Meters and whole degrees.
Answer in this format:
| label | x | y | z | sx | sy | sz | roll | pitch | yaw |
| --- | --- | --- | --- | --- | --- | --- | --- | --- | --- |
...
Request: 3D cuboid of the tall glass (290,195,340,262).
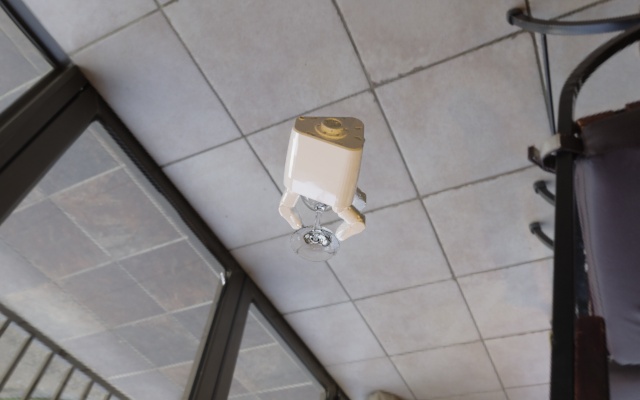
| label | x | y | z | sx | sy | sz | roll | pitch | yaw |
| --- | --- | --- | --- | --- | --- | --- | --- | --- | --- |
| tall glass | 0.000 | 0.003 | 0.789 | 0.079 | 0.079 | 0.200 | 0 | 39 | 6 |
